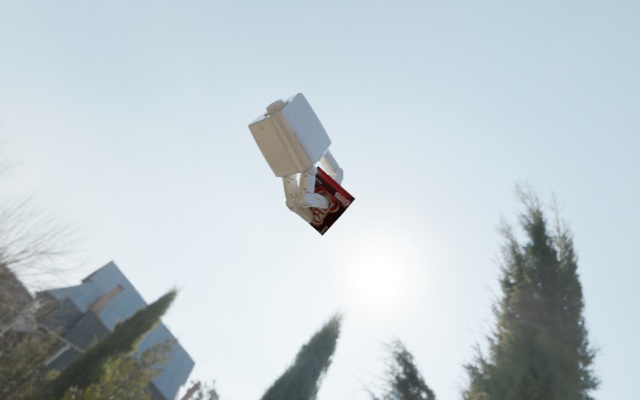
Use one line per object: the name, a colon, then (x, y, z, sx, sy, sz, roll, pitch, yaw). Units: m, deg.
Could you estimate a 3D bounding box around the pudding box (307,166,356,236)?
pudding box: (0.000, 0.003, 0.859, 0.039, 0.090, 0.113, -45, -4, -35)
